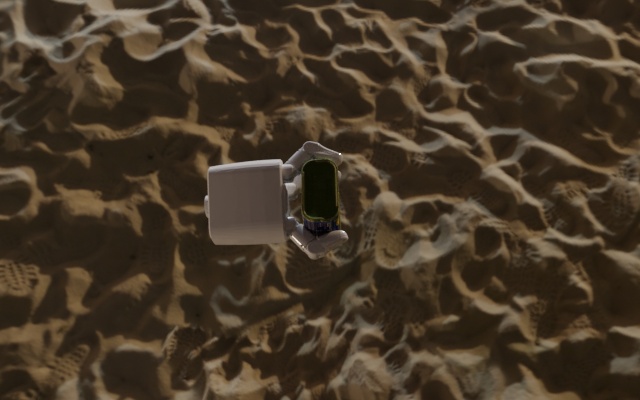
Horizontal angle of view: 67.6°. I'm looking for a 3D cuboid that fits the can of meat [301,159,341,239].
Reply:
[{"bbox_3d":[0.000,0.002,0.687,0.057,0.102,0.084,-2,-27,1],"label":"can of meat"}]
